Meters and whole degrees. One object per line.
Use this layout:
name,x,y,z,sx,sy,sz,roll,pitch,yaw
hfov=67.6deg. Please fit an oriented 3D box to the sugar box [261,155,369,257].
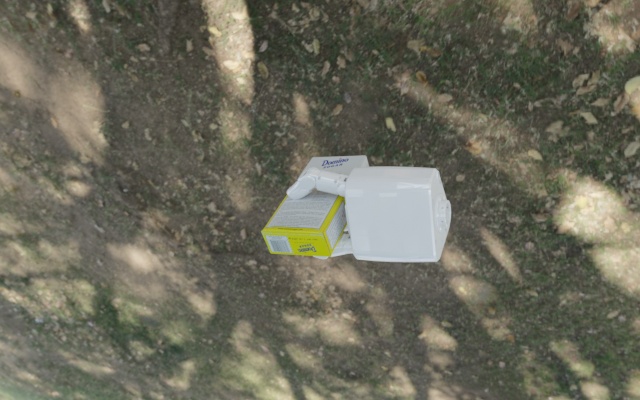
sugar box,0.000,0.003,0.660,0.093,0.048,0.176,1,35,28
